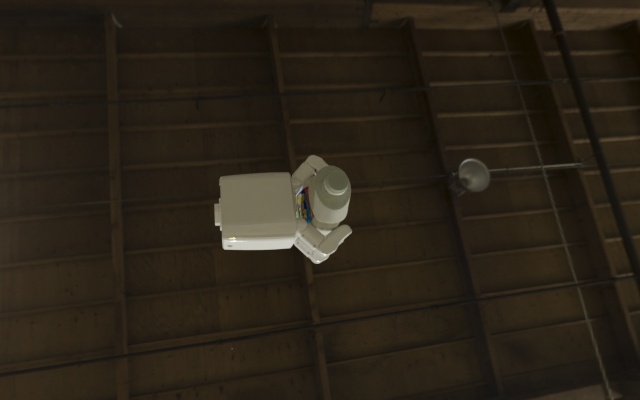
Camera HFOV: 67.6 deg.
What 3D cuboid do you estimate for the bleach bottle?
[{"bbox_3d":[0.000,0.003,0.732,0.068,0.102,0.251,-2,-17,-11],"label":"bleach bottle"}]
